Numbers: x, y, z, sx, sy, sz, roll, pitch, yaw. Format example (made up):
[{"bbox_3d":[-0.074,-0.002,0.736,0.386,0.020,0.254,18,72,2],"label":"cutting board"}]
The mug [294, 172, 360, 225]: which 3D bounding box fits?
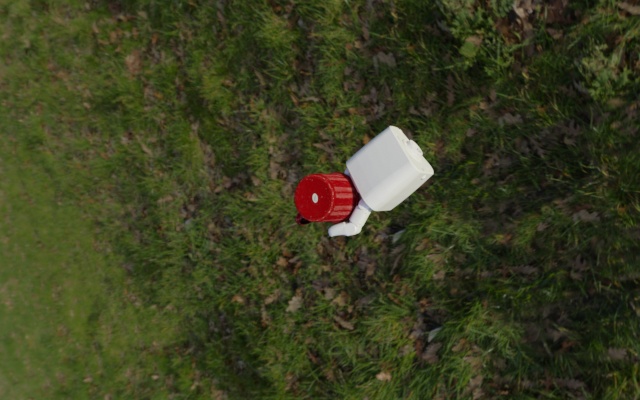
[{"bbox_3d":[-0.001,0.004,0.827,0.117,0.093,0.081,-41,-19,25],"label":"mug"}]
